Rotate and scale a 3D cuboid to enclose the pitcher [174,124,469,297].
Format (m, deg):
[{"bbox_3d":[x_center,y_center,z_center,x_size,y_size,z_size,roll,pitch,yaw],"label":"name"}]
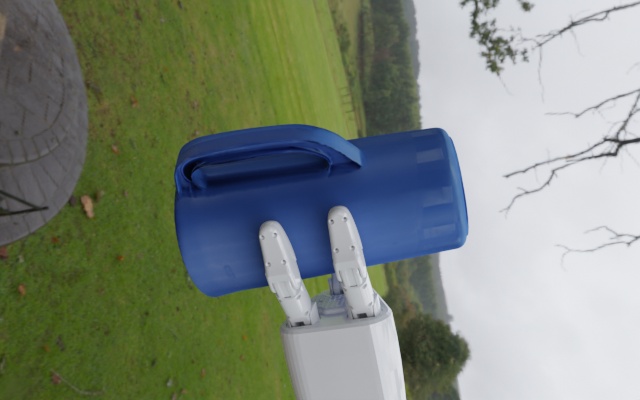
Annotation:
[{"bbox_3d":[0.000,0.002,0.430,0.243,0.145,0.149,-10,4,11],"label":"pitcher"}]
